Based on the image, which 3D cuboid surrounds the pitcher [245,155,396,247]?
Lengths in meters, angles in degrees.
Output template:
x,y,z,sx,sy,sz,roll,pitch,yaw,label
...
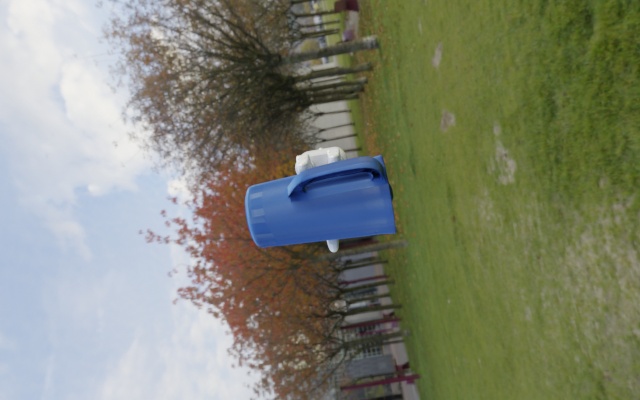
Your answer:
x,y,z,sx,sy,sz,roll,pitch,yaw,label
0.000,0.003,0.802,0.243,0.149,0.145,-10,15,4,pitcher
